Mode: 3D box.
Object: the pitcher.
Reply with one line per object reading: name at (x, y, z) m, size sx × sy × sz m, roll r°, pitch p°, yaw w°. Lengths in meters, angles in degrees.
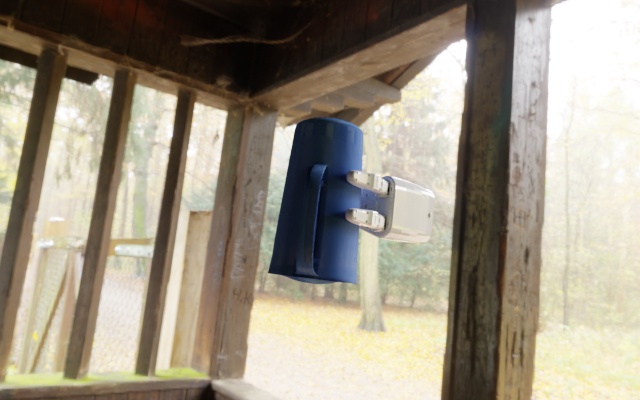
pitcher at (0.000, 0.002, 0.715) m, size 0.145 × 0.243 × 0.149 m, roll 12°, pitch -10°, yaw -35°
